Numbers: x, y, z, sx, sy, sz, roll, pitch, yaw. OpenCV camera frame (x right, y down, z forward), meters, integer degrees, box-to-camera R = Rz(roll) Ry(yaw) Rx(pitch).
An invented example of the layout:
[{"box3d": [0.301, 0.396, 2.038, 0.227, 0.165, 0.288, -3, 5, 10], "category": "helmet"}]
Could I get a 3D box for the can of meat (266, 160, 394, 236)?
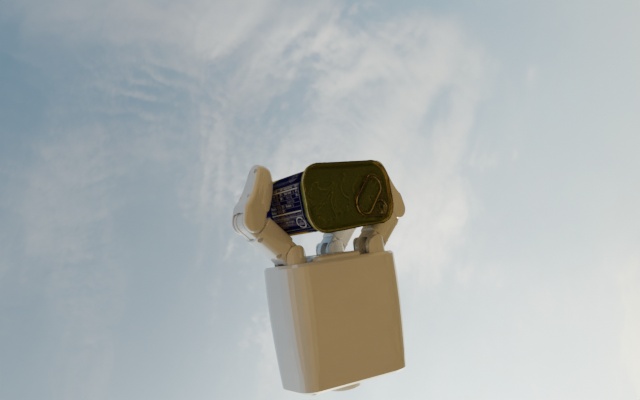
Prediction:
[{"box3d": [0.000, 0.001, 0.431, 0.102, 0.057, 0.084, -7, -4, -41], "category": "can of meat"}]
